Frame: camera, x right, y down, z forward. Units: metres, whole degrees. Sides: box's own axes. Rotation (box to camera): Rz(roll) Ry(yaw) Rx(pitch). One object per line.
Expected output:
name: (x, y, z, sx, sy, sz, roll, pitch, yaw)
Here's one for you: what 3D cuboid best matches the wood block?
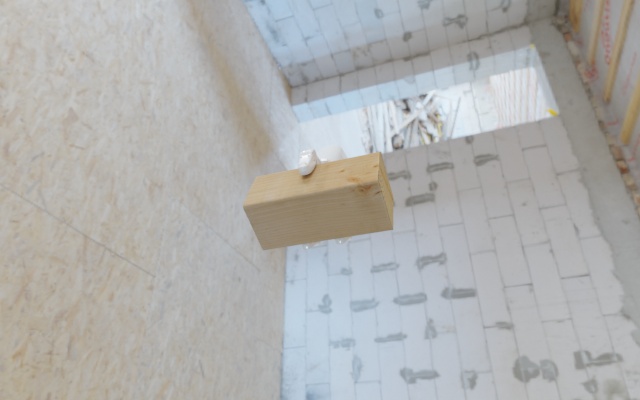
wood block: (0.000, 0.002, 0.731, 0.206, 0.091, 0.090, -11, 31, 16)
